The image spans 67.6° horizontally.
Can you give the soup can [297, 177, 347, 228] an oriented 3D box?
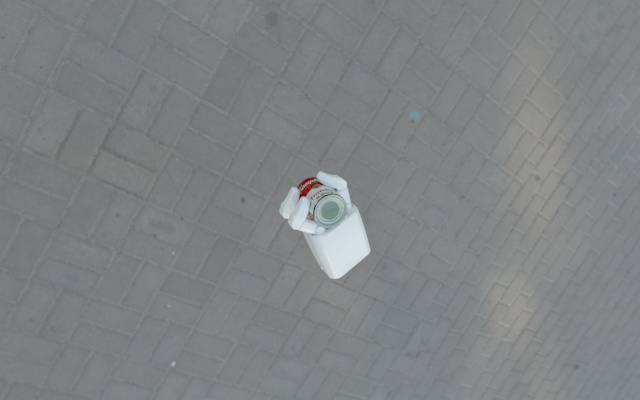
[{"bbox_3d":[0.000,0.003,0.897,0.068,0.068,0.102,0,20,-23],"label":"soup can"}]
